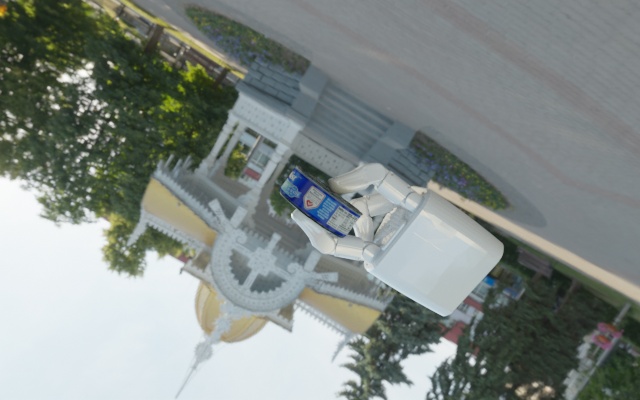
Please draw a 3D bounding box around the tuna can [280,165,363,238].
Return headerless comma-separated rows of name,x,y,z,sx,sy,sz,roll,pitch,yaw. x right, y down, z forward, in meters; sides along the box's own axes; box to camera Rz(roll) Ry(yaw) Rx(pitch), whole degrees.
tuna can,0.000,0.002,0.495,0.086,0.034,0.086,36,4,-3
